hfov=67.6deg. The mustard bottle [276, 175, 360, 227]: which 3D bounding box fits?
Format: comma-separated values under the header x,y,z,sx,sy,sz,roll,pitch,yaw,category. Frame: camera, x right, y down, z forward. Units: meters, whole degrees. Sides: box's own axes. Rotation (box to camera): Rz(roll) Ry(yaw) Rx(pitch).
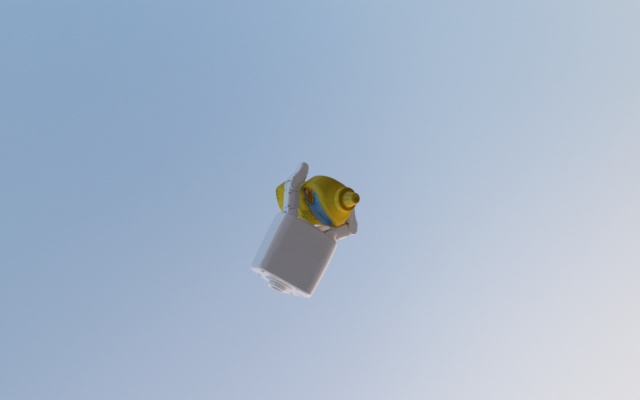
x,y,z,sx,sy,sz,roll,pitch,yaw,category
0.000,0.003,0.841,0.058,0.096,0.191,-38,19,-32,mustard bottle
